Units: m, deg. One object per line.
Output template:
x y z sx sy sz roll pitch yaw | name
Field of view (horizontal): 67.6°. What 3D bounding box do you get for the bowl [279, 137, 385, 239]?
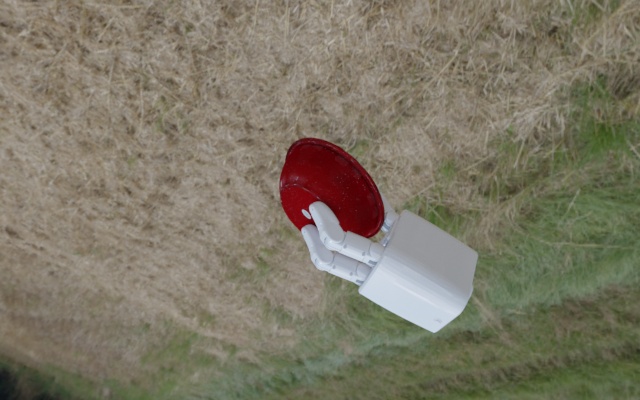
-0.001 0.002 0.612 0.162 0.162 0.055 0 35 49 | bowl
